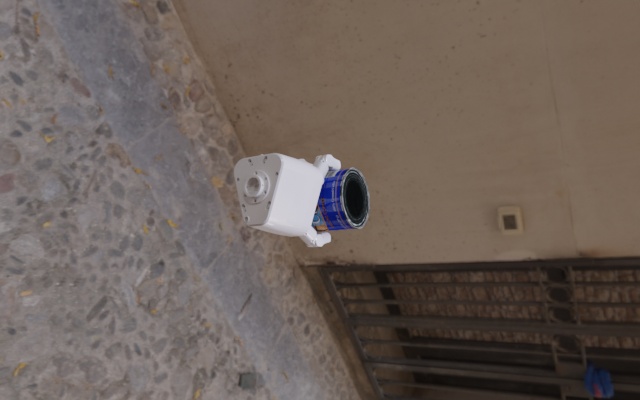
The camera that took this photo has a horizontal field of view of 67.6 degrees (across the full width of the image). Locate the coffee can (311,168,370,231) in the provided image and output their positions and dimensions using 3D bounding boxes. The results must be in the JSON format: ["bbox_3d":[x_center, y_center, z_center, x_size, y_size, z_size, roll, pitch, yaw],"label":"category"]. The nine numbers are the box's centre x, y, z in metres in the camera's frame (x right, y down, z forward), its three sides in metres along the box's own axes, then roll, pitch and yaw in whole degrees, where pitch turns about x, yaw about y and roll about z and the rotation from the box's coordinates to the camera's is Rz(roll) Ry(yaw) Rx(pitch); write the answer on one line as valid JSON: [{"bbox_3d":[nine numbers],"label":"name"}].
[{"bbox_3d":[0.000,0.003,0.824,0.140,0.103,0.103,-6,-3,31],"label":"coffee can"}]
